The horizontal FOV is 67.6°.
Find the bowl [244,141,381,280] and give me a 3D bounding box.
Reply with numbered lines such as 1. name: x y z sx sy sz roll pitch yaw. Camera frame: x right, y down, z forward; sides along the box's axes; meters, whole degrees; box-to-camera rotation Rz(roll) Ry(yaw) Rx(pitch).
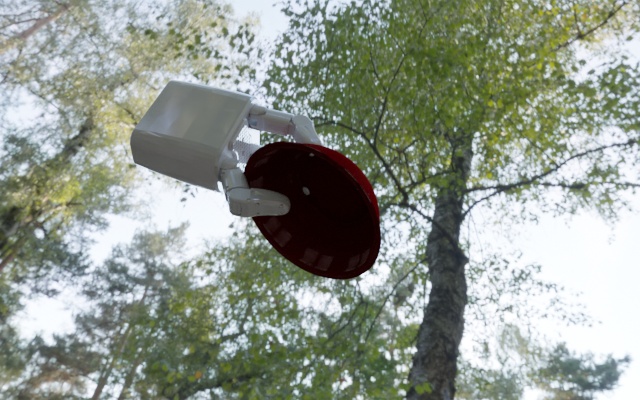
1. bowl: 0.001 0.002 0.489 0.162 0.162 0.055 0 32 38
